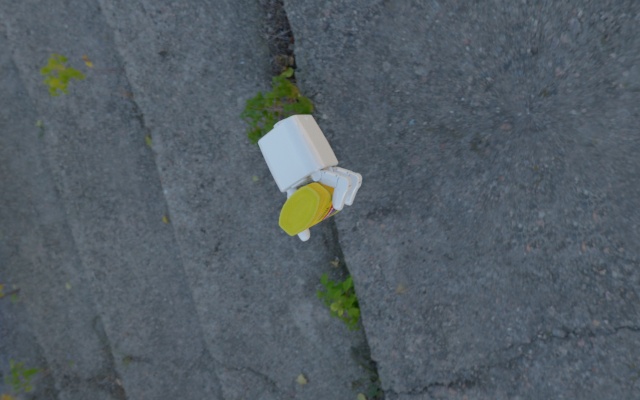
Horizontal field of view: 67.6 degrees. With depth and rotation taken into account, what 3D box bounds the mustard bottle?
[{"bbox_3d":[0.000,0.003,0.880,0.058,0.096,0.191,40,22,12],"label":"mustard bottle"}]
